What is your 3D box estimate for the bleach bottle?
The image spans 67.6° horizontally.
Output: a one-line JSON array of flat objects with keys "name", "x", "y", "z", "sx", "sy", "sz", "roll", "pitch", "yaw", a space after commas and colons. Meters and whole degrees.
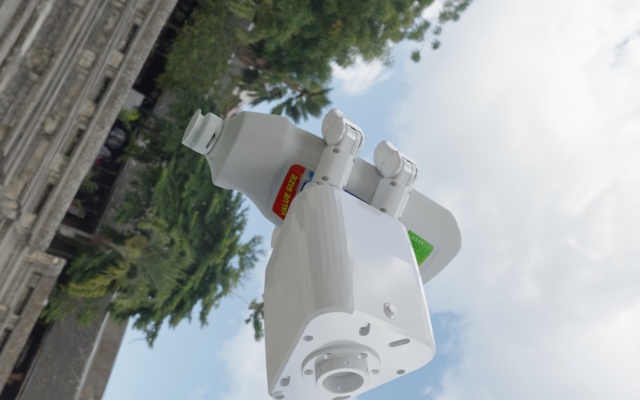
[{"name": "bleach bottle", "x": 0.000, "y": 0.001, "z": 0.411, "sx": 0.251, "sy": 0.068, "sz": 0.103, "roll": 27, "pitch": -56, "yaw": -25}]
